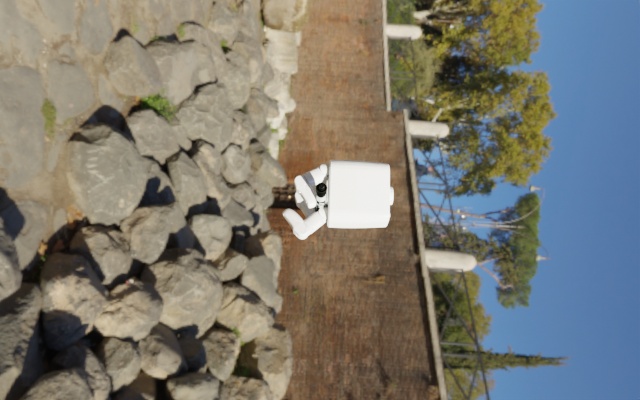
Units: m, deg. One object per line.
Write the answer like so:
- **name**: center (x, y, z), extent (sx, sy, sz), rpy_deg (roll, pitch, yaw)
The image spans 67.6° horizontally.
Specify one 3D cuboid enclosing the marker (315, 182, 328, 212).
- **marker**: center (0.000, 0.003, 0.815), extent (0.020, 0.020, 0.121), rpy_deg (0, -25, -2)
